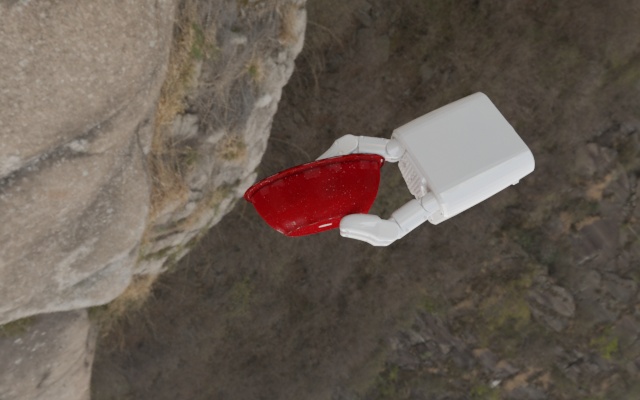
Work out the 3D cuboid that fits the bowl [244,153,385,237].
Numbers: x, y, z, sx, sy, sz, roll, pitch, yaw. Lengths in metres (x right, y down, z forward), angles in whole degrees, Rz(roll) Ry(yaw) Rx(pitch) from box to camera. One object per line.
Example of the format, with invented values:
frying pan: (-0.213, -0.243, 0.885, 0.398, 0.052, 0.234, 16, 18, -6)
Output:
bowl: (-0.001, 0.003, 0.526, 0.162, 0.055, 0.162, -14, -10, -2)
